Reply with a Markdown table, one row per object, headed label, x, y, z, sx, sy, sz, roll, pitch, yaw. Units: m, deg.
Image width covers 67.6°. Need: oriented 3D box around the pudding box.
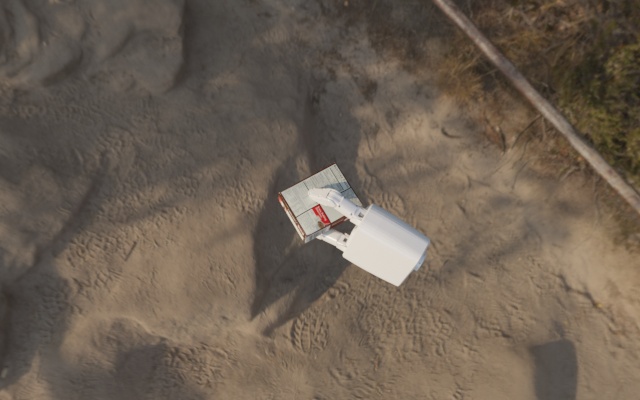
| label | x | y | z | sx | sy | sz | roll | pitch | yaw |
| --- | --- | --- | --- | --- | --- | --- | --- | --- | --- |
| pudding box | 0.000 | 0.003 | 0.783 | 0.113 | 0.090 | 0.039 | -28 | -14 | -15 |
